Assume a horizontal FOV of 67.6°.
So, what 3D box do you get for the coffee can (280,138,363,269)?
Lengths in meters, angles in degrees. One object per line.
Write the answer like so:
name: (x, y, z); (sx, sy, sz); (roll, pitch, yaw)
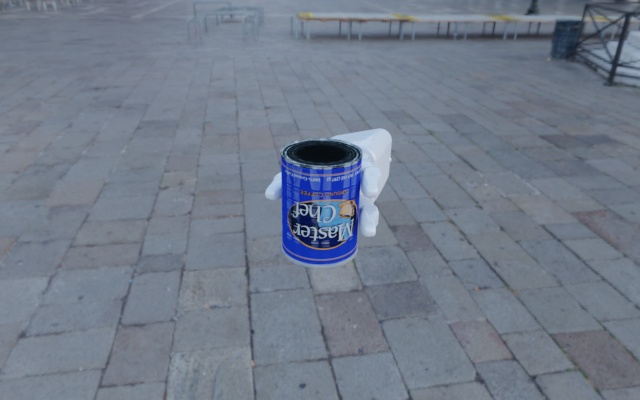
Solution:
coffee can: (0.000, 0.002, 0.617); (0.103, 0.140, 0.102); (1, 26, 0)
